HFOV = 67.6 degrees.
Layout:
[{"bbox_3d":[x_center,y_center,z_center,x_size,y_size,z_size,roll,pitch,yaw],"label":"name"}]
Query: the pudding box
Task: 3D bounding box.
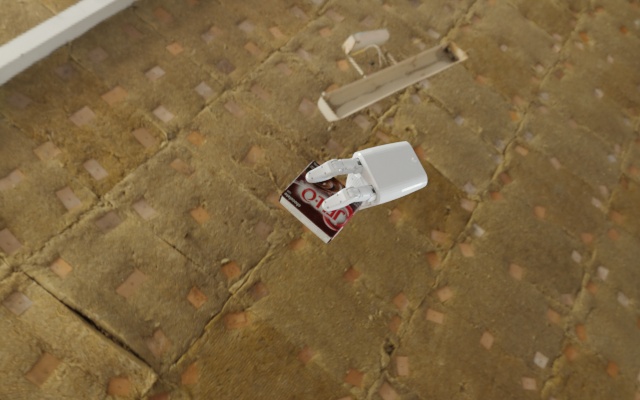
[{"bbox_3d":[0.000,0.003,0.797,0.113,0.090,0.039,39,-27,5],"label":"pudding box"}]
